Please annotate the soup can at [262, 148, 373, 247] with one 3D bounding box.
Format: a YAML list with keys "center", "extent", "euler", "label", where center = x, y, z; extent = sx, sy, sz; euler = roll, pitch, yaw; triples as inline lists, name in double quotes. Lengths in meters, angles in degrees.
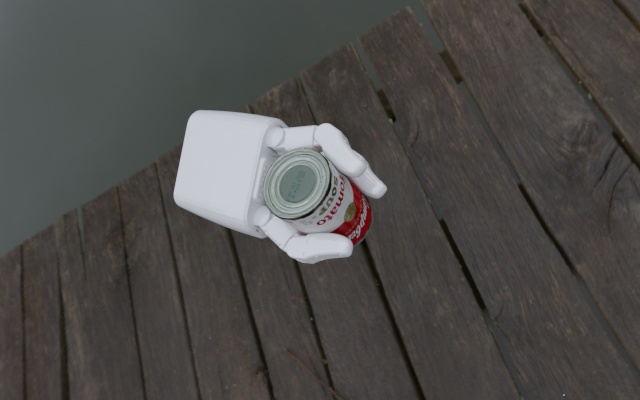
- center: [0.000, 0.002, 0.444]
  extent: [0.068, 0.068, 0.102]
  euler: [0, -20, 27]
  label: "soup can"
